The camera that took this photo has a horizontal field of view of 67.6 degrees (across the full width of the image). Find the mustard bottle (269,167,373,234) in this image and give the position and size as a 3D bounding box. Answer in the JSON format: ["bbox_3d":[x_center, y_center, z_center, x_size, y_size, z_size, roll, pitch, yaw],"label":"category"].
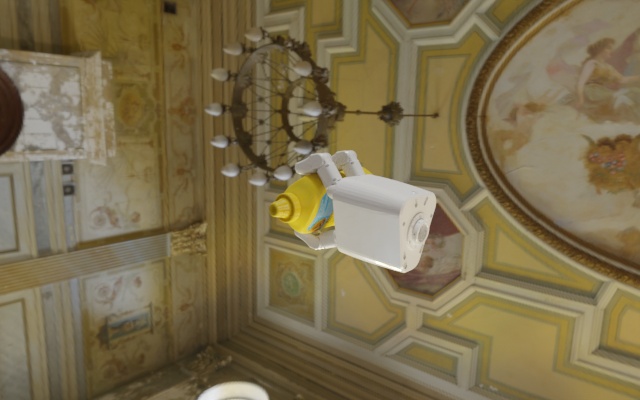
[{"bbox_3d":[0.000,0.002,0.704,0.191,0.096,0.058,-10,46,-49],"label":"mustard bottle"}]
